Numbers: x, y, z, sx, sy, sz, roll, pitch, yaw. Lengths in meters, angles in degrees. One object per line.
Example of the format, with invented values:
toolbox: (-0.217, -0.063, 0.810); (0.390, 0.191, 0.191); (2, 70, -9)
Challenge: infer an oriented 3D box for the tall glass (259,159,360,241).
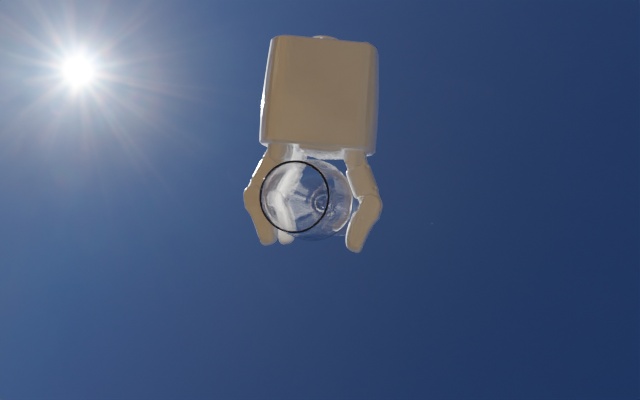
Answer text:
tall glass: (0.000, 0.002, 0.496); (0.079, 0.079, 0.201); (0, -3, 13)
